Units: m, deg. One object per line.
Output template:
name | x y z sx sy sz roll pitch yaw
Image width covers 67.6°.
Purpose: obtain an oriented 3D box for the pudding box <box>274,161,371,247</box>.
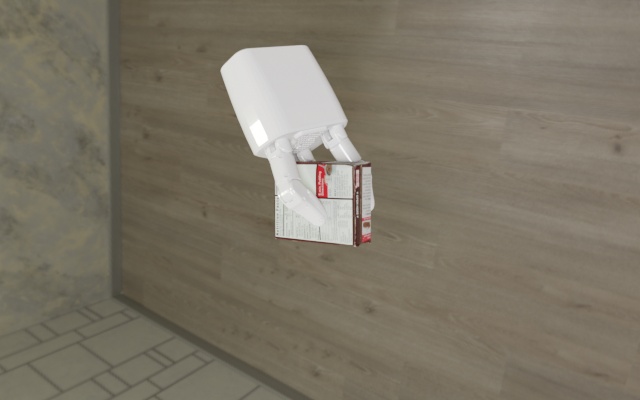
pudding box | 0.000 0.002 0.532 0.113 0.090 0.039 4 8 36
